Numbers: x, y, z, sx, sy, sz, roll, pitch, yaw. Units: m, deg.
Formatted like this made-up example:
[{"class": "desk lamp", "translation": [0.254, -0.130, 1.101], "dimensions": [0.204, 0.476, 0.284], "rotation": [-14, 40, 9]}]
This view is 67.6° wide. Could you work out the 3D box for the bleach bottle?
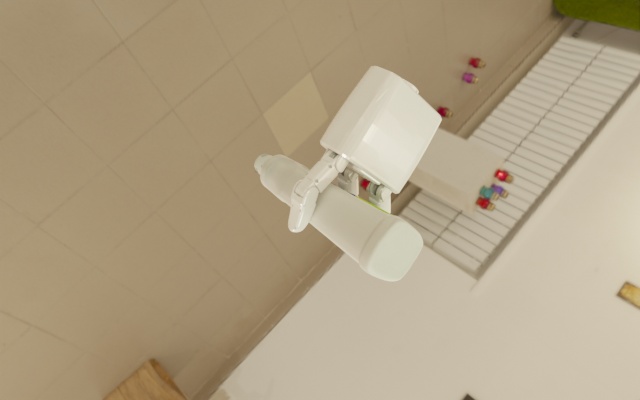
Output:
[{"class": "bleach bottle", "translation": [0.000, 0.002, 0.583], "dimensions": [0.250, 0.068, 0.102], "rotation": [34, 1, 35]}]
